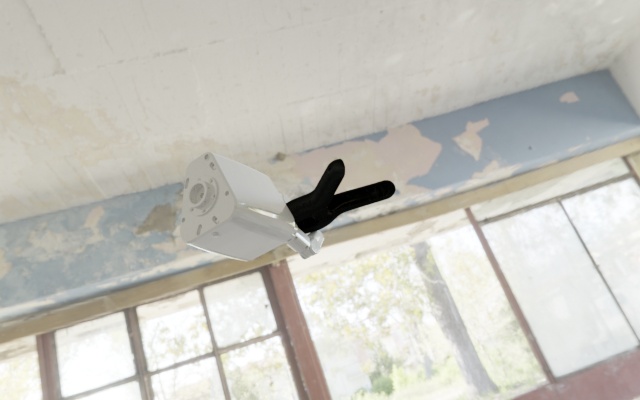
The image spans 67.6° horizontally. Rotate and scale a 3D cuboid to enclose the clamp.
[{"bbox_3d":[0.000,0.002,0.618,0.171,0.039,0.120,-29,-37,23],"label":"clamp"}]
